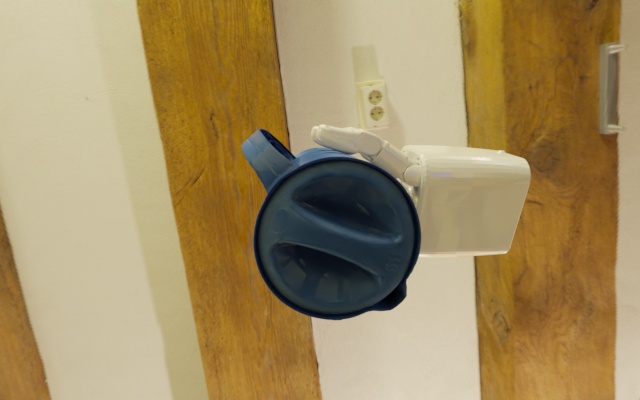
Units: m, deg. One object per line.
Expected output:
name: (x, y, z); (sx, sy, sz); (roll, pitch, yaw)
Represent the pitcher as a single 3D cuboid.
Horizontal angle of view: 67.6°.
pitcher: (0.000, 0.002, 0.483); (0.145, 0.149, 0.242); (1, 11, -4)
